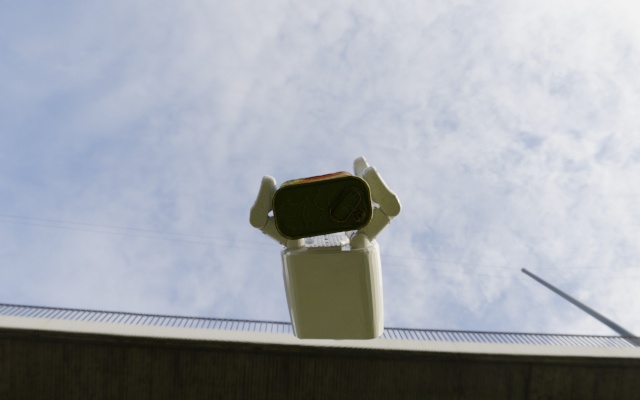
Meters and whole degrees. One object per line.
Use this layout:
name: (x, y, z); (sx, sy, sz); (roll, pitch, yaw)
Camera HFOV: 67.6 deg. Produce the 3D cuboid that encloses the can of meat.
can of meat: (0.000, 0.002, 0.528); (0.102, 0.057, 0.084); (-9, 9, -1)
